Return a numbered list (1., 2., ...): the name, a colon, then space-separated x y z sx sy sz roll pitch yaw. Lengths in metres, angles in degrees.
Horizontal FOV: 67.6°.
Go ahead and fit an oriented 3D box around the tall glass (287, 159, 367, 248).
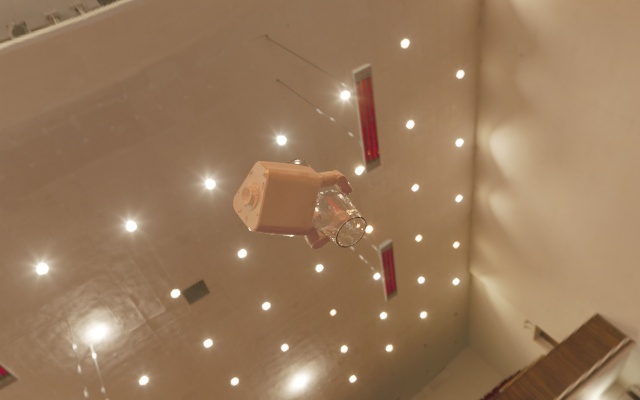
1. tall glass: 0.000 0.002 0.861 0.079 0.079 0.201 0 31 -38
